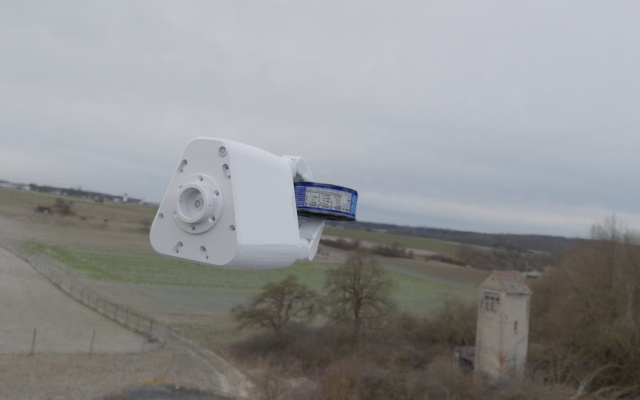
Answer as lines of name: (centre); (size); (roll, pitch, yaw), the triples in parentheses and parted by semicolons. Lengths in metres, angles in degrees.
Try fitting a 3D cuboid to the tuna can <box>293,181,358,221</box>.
tuna can: (0.000, 0.001, 0.551); (0.086, 0.033, 0.086); (7, -6, 1)
